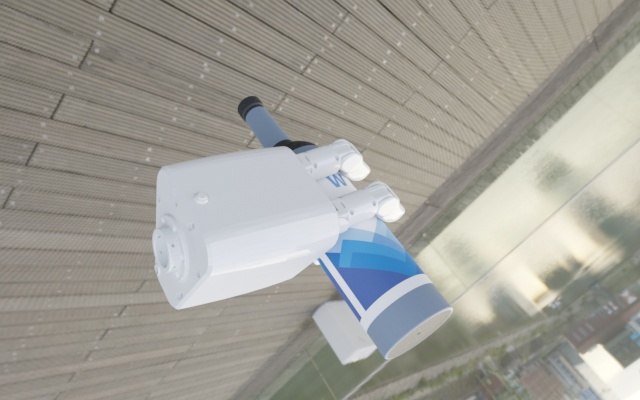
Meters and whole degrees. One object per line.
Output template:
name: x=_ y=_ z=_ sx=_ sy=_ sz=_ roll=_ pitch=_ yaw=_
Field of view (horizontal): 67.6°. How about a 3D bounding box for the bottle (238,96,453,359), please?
bottle: x=0.000 y=0.002 z=0.443 sx=0.069 sy=0.295 sz=0.069 roll=-27 pitch=-30 yaw=-17
